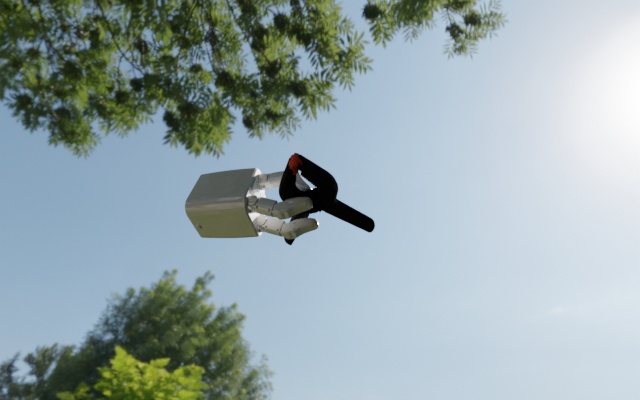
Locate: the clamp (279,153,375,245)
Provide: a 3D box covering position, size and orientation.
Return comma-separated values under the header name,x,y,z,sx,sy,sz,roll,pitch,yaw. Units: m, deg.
name,x,y,z,sx,sy,sz,roll,pitch,yaw
clamp,0.000,0.002,0.779,0.164,0.036,0.210,-7,-40,7
